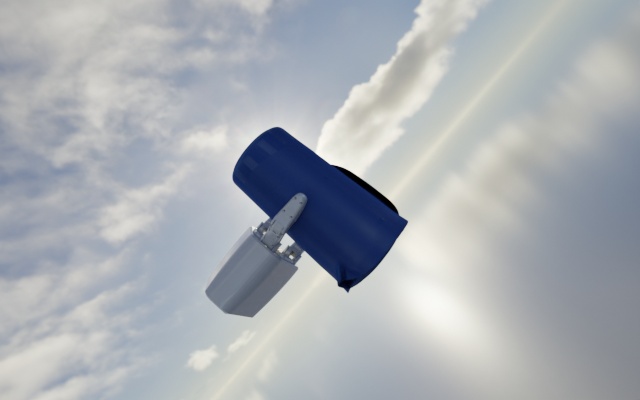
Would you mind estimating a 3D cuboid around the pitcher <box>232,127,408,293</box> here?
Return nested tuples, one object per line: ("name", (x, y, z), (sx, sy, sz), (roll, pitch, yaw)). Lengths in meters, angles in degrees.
("pitcher", (0.000, 0.002, 0.694), (0.243, 0.145, 0.149), (41, 0, 6))
